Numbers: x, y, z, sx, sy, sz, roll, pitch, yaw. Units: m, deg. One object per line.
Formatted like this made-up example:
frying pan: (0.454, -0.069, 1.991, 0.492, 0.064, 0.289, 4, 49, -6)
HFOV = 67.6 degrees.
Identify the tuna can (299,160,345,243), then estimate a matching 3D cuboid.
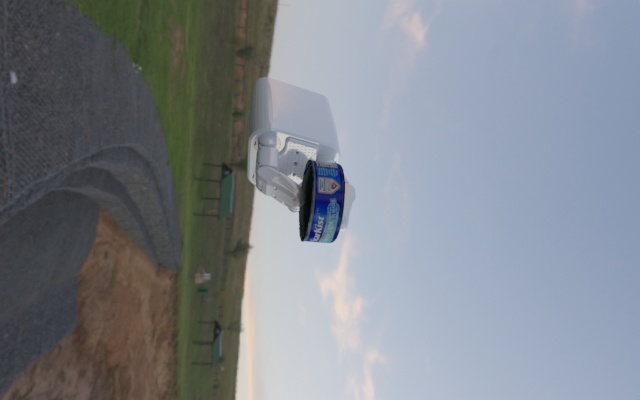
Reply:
tuna can: (0.001, 0.002, 0.499, 0.034, 0.086, 0.086, 5, -1, -10)
